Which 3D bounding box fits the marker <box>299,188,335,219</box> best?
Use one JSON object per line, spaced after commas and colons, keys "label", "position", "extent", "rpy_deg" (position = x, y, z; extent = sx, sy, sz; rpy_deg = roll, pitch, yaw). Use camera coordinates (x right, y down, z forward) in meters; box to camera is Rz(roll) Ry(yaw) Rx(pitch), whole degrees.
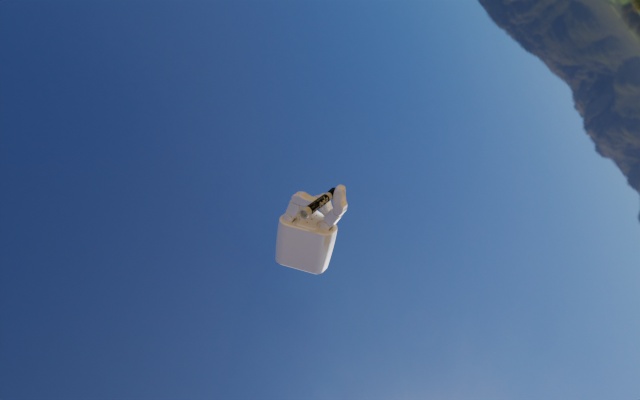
{"label": "marker", "position": [0.000, 0.003, 0.891], "extent": [0.020, 0.020, 0.121], "rpy_deg": [0, 21, 33]}
